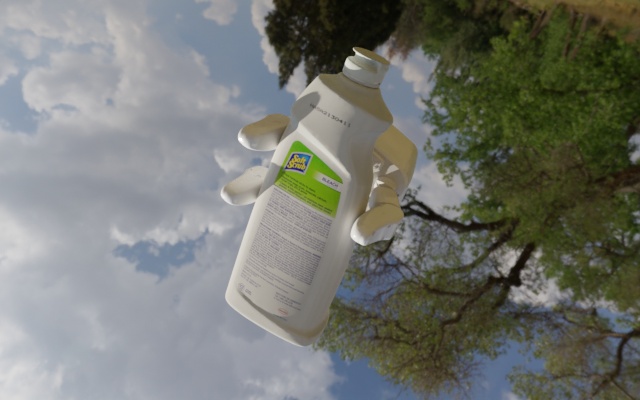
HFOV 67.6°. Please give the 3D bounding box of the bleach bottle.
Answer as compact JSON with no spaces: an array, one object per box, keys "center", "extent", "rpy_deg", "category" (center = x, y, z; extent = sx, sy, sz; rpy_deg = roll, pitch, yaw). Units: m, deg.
[{"center":[0.000,0.001,0.401],"extent":[0.102,0.251,0.068],"rpy_deg":[27,27,7],"category":"bleach bottle"}]
